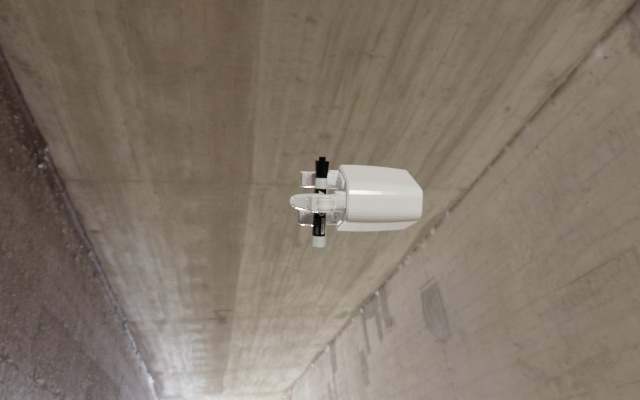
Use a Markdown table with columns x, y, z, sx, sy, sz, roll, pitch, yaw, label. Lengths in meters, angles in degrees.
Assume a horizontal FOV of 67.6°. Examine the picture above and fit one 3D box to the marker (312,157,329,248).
| x | y | z | sx | sy | sz | roll | pitch | yaw | label |
| --- | --- | --- | --- | --- | --- | --- | --- | --- | --- |
| 0.000 | 0.002 | 0.638 | 0.020 | 0.121 | 0.020 | 2 | 6 | 0 | marker |
